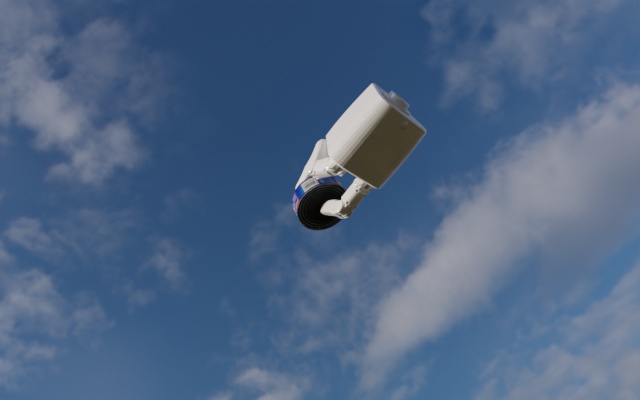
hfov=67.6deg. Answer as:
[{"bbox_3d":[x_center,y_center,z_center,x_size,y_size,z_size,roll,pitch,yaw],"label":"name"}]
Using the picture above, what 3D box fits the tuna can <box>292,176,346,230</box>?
[{"bbox_3d":[0.000,0.002,0.744,0.086,0.086,0.033,0,33,-22],"label":"tuna can"}]
